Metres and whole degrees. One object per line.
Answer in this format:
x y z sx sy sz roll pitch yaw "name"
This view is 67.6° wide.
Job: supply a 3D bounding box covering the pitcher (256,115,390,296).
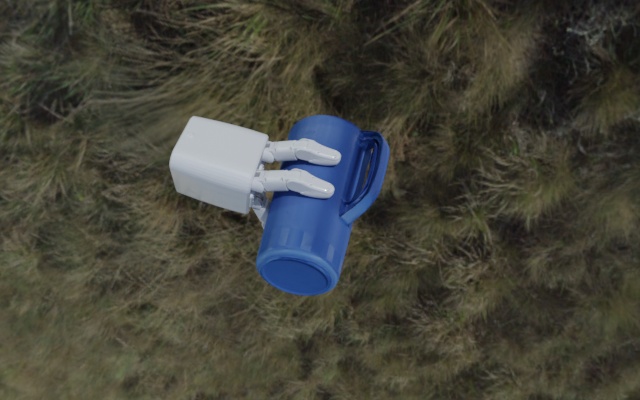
0.000 0.002 0.667 0.145 0.242 0.149 17 -38 -4 "pitcher"
